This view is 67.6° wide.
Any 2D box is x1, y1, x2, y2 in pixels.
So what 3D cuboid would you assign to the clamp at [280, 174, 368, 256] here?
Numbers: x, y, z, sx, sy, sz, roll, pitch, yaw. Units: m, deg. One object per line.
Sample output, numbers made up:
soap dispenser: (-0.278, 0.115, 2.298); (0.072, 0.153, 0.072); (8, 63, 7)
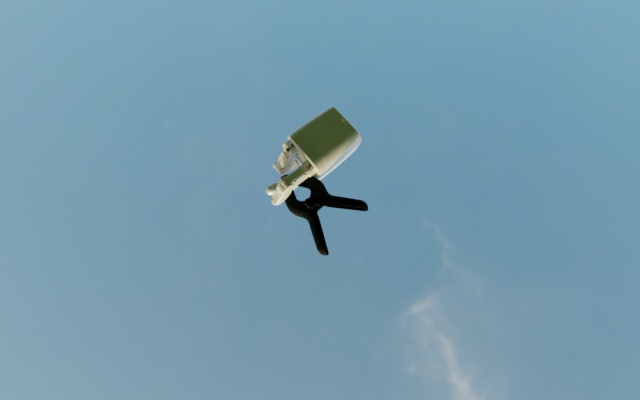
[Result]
clamp: (0.000, 0.003, 0.871); (0.120, 0.171, 0.039); (-38, -20, -8)
